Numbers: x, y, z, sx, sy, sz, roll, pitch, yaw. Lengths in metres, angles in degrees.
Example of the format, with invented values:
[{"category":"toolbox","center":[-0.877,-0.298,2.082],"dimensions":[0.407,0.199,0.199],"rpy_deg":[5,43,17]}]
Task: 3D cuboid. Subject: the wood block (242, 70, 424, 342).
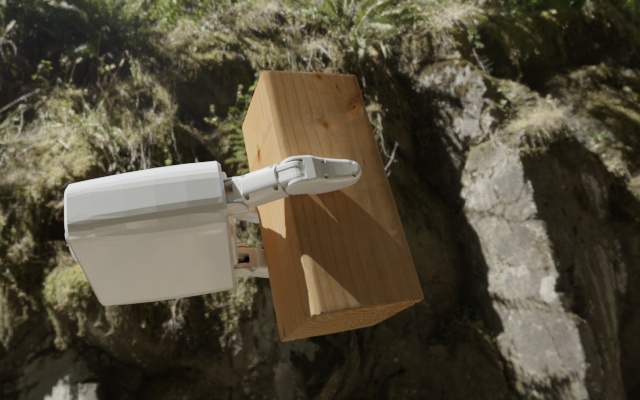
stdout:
[{"category":"wood block","center":[0.000,0.001,0.406],"dimensions":[0.090,0.206,0.091],"rpy_deg":[-3,-25,-23]}]
